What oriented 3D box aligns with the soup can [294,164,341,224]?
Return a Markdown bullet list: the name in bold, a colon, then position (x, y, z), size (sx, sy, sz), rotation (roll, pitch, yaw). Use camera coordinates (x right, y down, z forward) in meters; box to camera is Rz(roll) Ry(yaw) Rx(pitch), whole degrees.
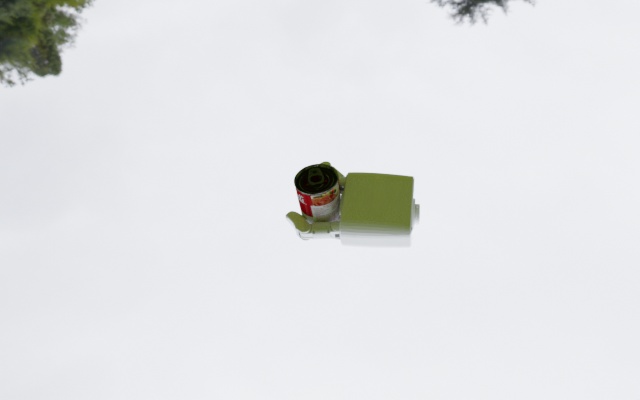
- **soup can**: position (0.000, 0.003, 0.747), size (0.068, 0.068, 0.102), rotation (-5, -45, 5)
